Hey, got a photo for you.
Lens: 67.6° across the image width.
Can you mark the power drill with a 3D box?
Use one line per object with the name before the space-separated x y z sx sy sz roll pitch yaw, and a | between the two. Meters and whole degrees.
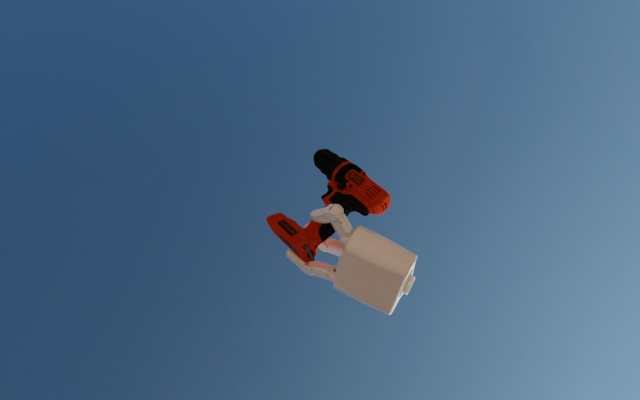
power drill | 0.000 0.003 0.833 0.184 0.187 0.057 40 -15 37
